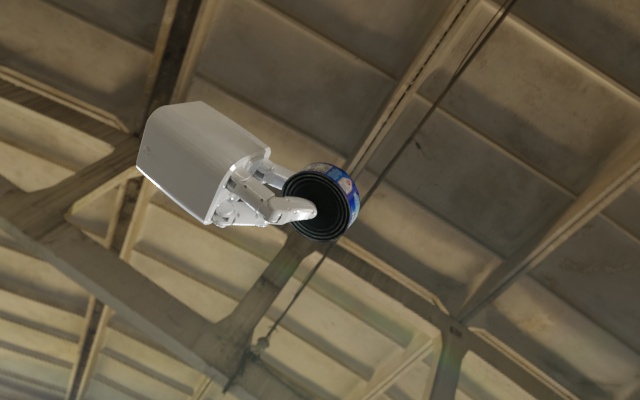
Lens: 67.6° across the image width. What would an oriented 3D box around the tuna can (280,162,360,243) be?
[{"bbox_3d":[0.000,0.002,0.533,0.086,0.086,0.033,0,24,29],"label":"tuna can"}]
